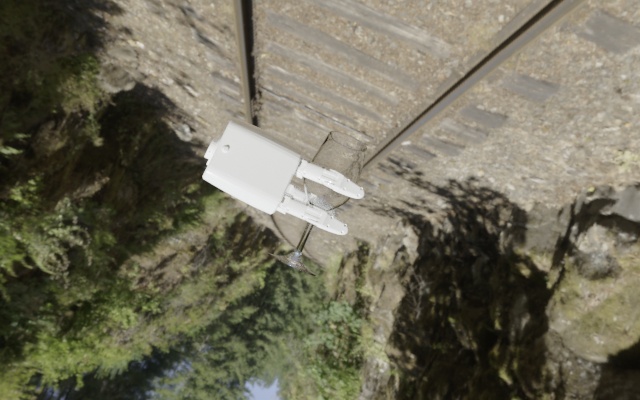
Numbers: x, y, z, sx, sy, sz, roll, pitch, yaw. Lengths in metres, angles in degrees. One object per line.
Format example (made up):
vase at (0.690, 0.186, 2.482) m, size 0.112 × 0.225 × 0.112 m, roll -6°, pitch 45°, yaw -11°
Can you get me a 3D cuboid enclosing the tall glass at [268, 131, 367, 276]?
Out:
tall glass at (0.000, 0.003, 0.689) m, size 0.079 × 0.201 × 0.079 m, roll 24°, pitch -7°, yaw 3°
